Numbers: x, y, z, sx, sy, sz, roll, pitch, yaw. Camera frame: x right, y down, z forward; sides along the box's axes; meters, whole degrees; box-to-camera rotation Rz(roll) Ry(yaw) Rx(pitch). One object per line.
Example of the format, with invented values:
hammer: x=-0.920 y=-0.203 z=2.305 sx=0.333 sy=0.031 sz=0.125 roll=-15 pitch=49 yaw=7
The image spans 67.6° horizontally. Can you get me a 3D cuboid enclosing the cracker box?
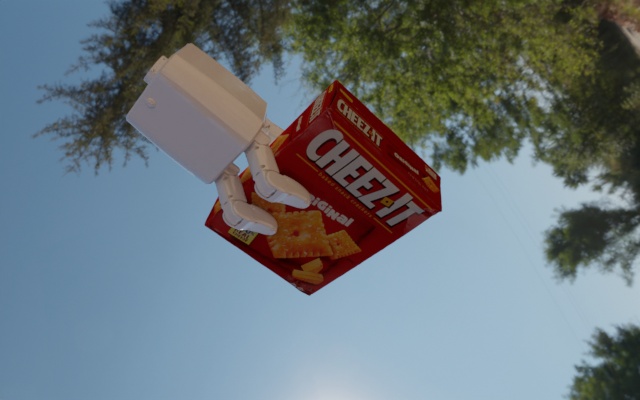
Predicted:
cracker box: x=0.000 y=0.002 z=0.534 sx=0.164 sy=0.072 sz=0.214 roll=39 pitch=-55 yaw=-20
